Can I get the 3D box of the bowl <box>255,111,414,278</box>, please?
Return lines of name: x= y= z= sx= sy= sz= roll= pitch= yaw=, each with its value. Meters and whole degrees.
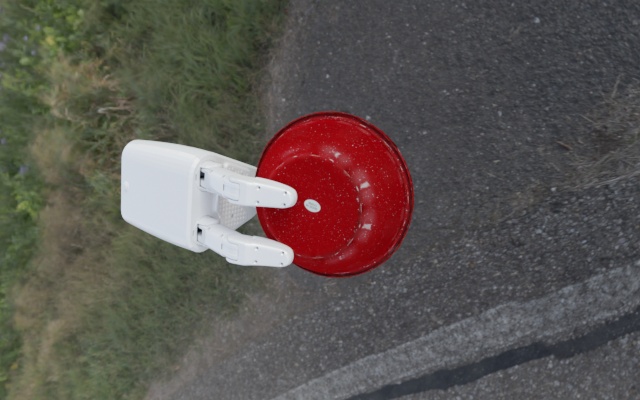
bowl: x=0.001 y=0.001 z=0.433 sx=0.162 sy=0.162 sz=0.055 roll=0 pitch=11 yaw=20
